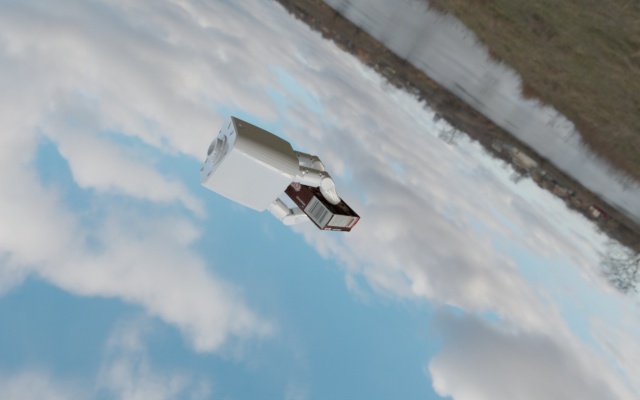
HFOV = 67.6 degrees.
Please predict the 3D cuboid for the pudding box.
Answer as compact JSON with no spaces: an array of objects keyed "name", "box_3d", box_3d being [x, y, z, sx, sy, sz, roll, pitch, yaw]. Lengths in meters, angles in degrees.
[{"name":"pudding box","box_3d":[0.000,0.003,0.789,0.113,0.039,0.090,47,21,28]}]
